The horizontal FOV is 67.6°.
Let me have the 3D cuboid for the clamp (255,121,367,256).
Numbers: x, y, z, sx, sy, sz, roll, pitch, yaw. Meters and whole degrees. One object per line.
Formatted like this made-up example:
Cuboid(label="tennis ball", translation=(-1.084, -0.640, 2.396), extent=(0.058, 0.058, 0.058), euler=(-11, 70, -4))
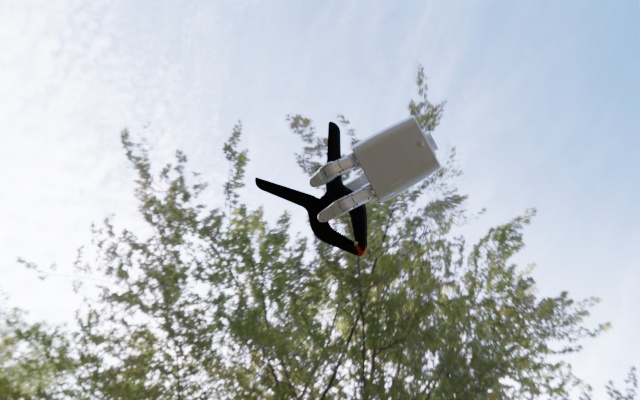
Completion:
Cuboid(label="clamp", translation=(0.001, 0.003, 0.763), extent=(0.164, 0.210, 0.036), euler=(-29, -5, 13))
